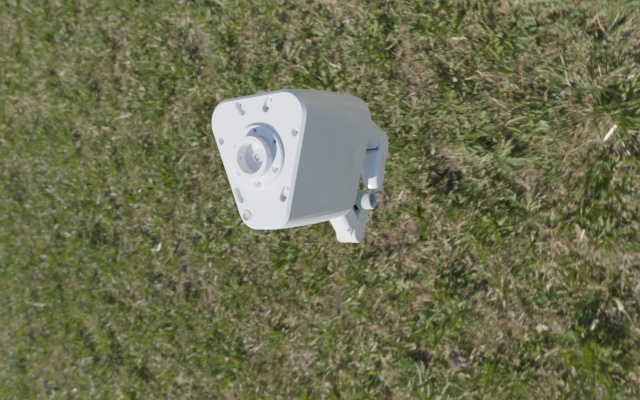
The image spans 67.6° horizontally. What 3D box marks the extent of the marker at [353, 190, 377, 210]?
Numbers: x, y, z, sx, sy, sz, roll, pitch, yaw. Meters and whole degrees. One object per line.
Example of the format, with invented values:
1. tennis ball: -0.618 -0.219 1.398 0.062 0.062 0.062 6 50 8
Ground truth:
1. marker: 0.000 0.002 0.501 0.121 0.020 0.020 -3 -2 31
